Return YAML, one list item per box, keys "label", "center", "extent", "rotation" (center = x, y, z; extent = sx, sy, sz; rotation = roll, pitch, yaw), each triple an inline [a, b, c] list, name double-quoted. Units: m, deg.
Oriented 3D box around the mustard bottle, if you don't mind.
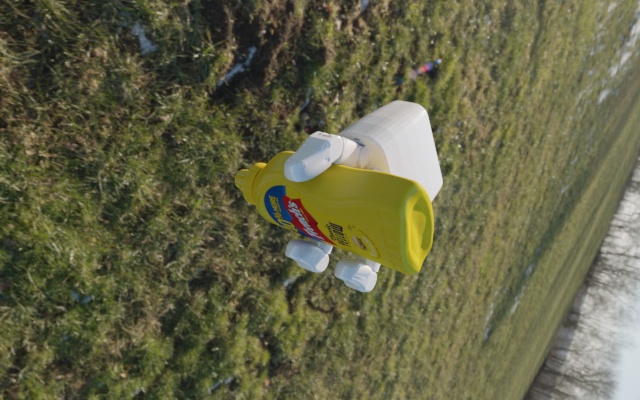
- label: "mustard bottle"
  center: [0.000, 0.002, 0.423]
  extent: [0.191, 0.058, 0.096]
  rotation: [17, -28, 30]
